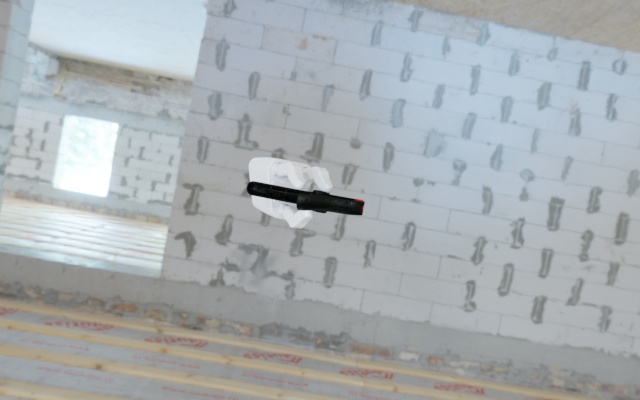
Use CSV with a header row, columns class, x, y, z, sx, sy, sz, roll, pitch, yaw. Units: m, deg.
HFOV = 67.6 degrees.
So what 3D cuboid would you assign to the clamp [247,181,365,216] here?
class,x,y,z,sx,sy,sz,roll,pitch,yaw
clamp,0.000,0.003,0.804,0.210,0.036,0.164,9,5,-31
